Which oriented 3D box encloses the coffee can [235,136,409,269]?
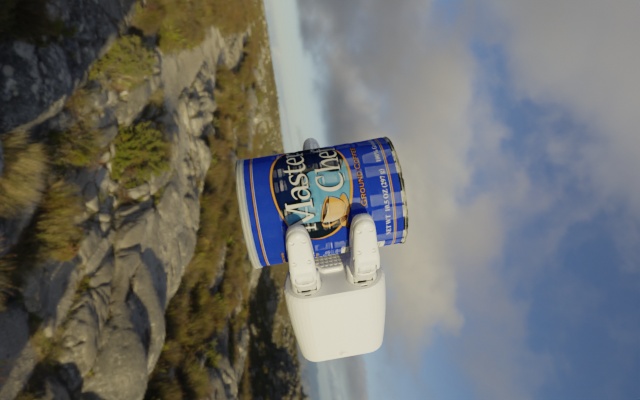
[{"bbox_3d":[0.000,0.001,0.447,0.140,0.103,0.103,-9,0,-2],"label":"coffee can"}]
